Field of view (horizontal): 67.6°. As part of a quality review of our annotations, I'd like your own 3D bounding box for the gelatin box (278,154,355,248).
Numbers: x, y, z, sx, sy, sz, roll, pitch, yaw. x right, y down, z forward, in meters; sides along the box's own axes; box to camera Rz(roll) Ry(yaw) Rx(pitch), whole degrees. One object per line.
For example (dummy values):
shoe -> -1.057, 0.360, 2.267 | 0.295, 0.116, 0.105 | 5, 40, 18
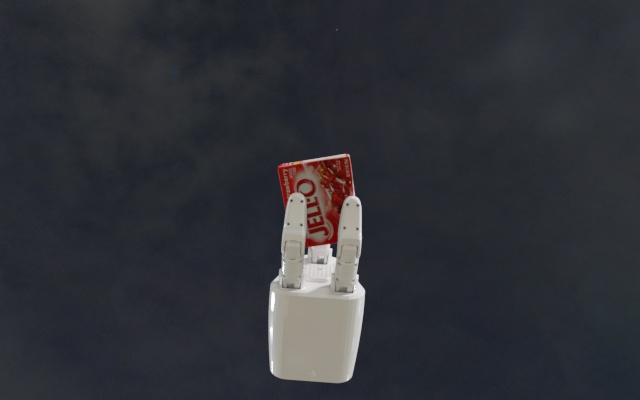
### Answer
gelatin box -> 0.000, 0.001, 0.492 | 0.073, 0.089, 0.030 | -8, 10, 3
